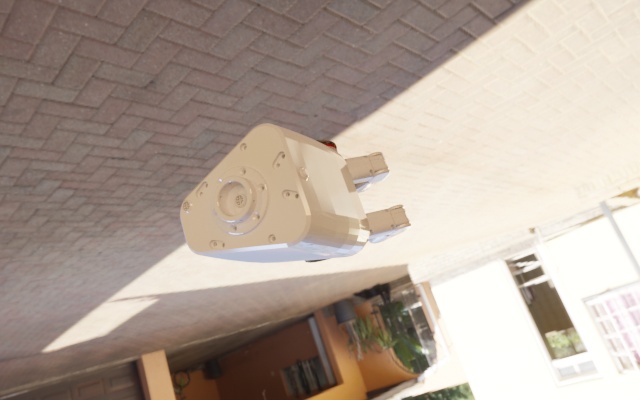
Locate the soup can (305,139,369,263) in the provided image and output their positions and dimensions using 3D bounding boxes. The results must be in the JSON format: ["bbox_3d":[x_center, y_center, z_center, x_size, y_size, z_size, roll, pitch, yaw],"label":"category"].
[{"bbox_3d":[0.000,0.002,0.466,0.068,0.102,0.068,-18,-17,-5],"label":"soup can"}]
